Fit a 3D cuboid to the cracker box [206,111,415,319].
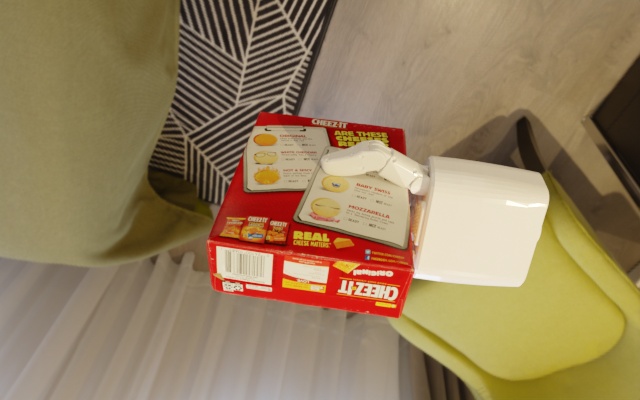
[{"bbox_3d":[0.000,0.001,0.464,0.164,0.072,0.213,7,38,1],"label":"cracker box"}]
